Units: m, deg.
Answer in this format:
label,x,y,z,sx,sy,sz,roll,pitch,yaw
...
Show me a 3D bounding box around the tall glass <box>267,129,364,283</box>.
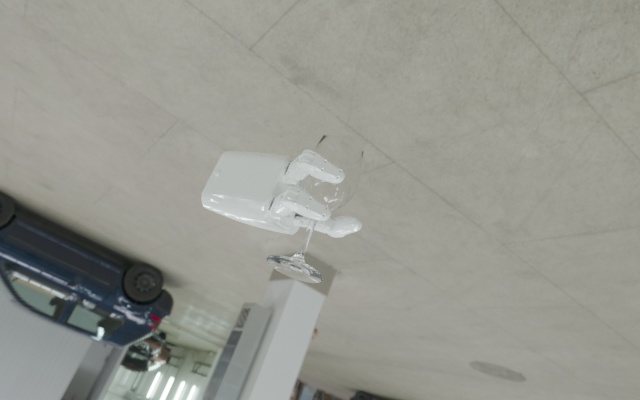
label,x,y,z,sx,sy,sz,roll,pitch,yaw
tall glass,0.000,0.003,0.633,0.079,0.201,0.079,18,-25,9
